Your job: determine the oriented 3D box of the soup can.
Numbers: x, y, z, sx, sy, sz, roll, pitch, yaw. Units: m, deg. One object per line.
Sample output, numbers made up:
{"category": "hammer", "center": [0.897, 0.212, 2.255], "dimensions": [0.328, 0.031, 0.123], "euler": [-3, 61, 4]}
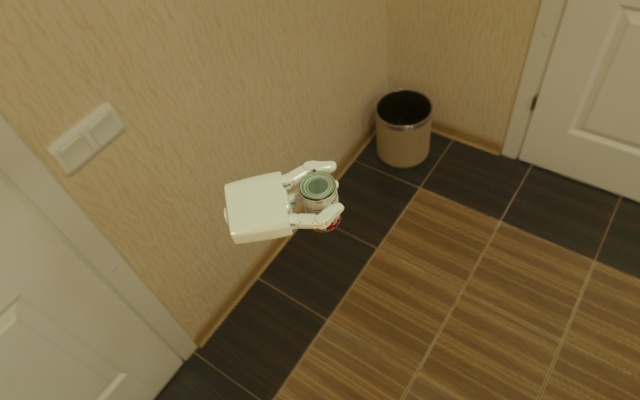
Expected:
{"category": "soup can", "center": [0.001, 0.003, 0.885], "dimensions": [0.068, 0.068, 0.102], "euler": [0, -37, 8]}
